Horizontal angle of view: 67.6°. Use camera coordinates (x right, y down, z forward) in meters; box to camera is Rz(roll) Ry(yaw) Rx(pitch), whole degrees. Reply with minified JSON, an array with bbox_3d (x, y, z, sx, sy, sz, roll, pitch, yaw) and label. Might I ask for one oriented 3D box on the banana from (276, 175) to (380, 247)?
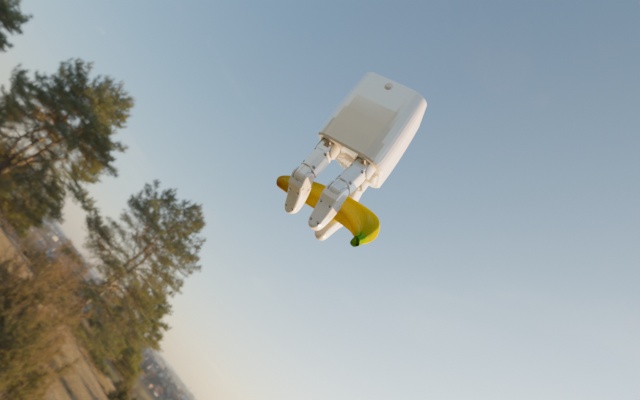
[{"bbox_3d":[0.016,0.007,0.603,0.069,0.037,0.197,17,11,-38],"label":"banana"}]
